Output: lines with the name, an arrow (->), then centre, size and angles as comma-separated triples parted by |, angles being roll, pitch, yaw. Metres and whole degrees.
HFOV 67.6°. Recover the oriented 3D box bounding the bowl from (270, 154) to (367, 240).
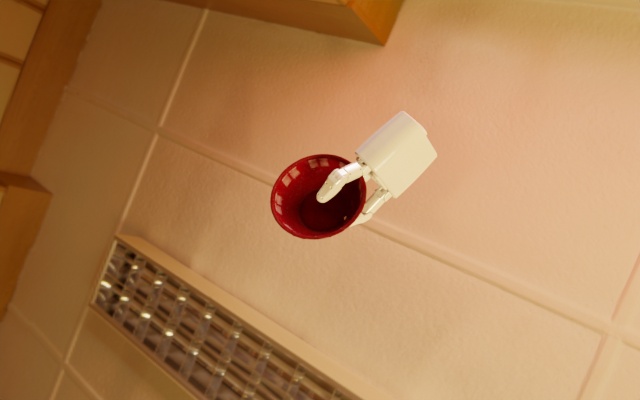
bowl -> -0.001, 0.003, 0.804 | 0.162, 0.162, 0.055 | 0, -29, 12
